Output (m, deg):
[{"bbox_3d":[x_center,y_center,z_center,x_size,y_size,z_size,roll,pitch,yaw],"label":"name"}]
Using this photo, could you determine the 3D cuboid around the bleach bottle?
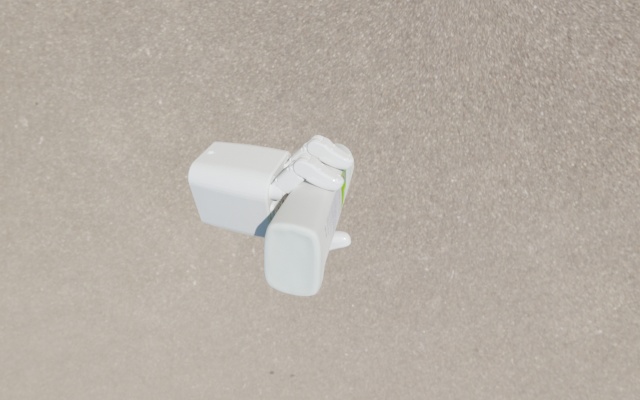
[{"bbox_3d":[0.000,0.002,0.618,0.068,0.103,0.250,11,33,11],"label":"bleach bottle"}]
